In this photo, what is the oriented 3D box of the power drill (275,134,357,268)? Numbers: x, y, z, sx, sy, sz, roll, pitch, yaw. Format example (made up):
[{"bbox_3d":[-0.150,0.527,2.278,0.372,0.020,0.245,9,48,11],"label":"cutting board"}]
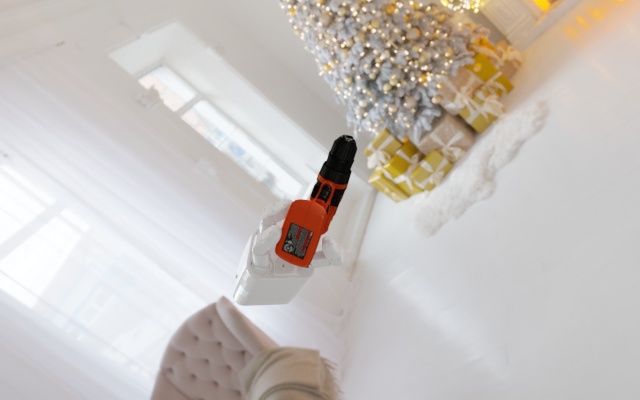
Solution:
[{"bbox_3d":[0.000,0.003,0.732,0.057,0.184,0.187,22,27,8],"label":"power drill"}]
